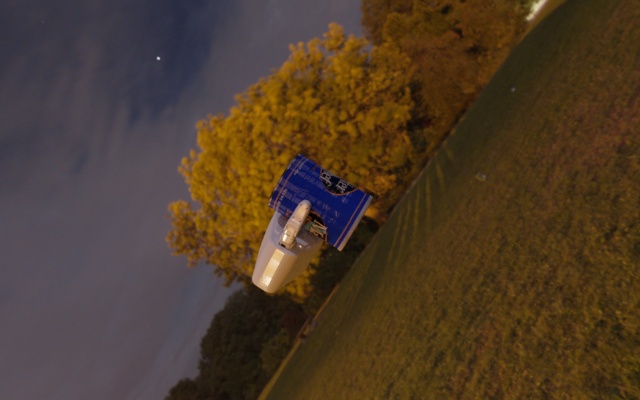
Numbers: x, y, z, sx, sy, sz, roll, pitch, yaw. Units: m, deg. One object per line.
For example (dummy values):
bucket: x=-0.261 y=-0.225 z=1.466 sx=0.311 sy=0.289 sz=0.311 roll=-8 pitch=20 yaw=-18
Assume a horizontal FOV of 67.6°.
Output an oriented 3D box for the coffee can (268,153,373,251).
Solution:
coffee can: x=0.000 y=0.003 z=0.779 sx=0.140 sy=0.103 sz=0.103 roll=31 pitch=2 yaw=3
